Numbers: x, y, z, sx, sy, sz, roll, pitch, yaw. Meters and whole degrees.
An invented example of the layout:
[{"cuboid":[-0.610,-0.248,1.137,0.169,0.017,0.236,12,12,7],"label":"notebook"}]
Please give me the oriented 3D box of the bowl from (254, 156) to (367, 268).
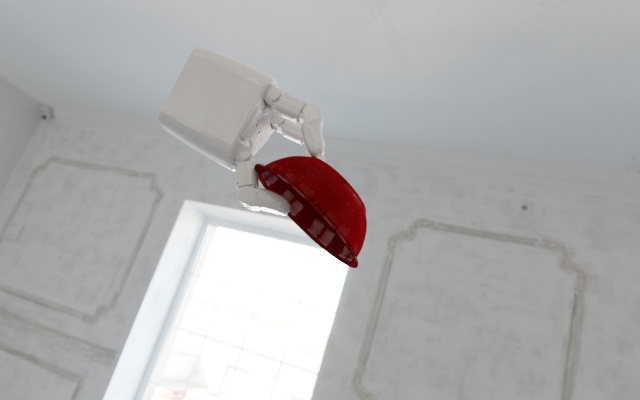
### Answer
[{"cuboid":[0.001,0.002,0.542,0.055,0.162,0.162,-44,11,-12],"label":"bowl"}]
